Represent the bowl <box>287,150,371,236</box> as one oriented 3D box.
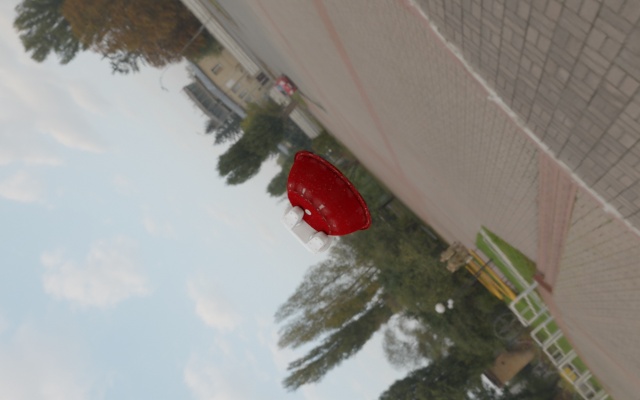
[{"bbox_3d":[0.000,0.002,0.732,0.055,0.162,0.162,-44,17,-19],"label":"bowl"}]
